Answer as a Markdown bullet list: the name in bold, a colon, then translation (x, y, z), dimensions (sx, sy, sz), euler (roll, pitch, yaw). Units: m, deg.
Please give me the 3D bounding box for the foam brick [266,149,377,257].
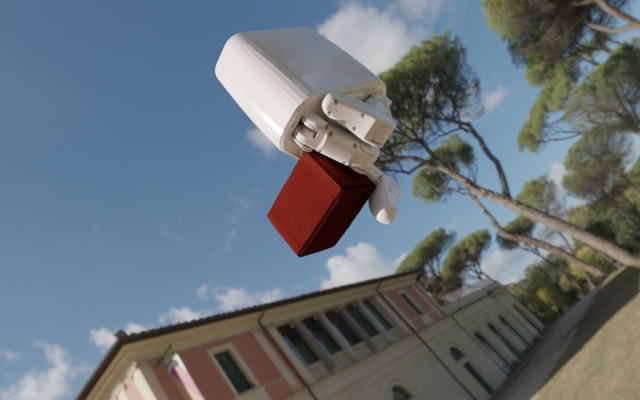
- **foam brick**: translation (0.000, 0.002, 0.418), dimensions (0.051, 0.078, 0.053), euler (46, 29, 24)
